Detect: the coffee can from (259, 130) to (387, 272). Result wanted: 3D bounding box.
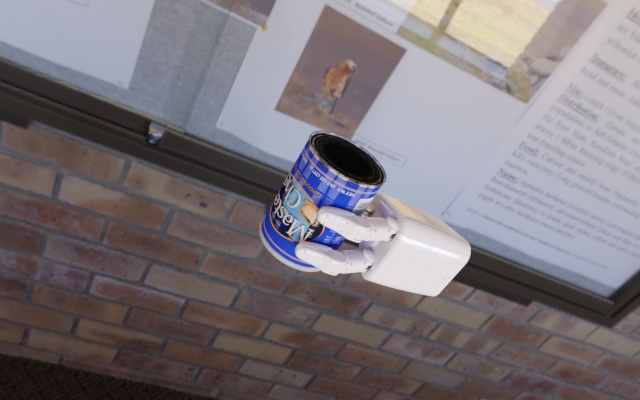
[{"bbox_3d":[0.000,0.002,0.580,0.103,0.140,0.102,23,30,-15],"label":"coffee can"}]
